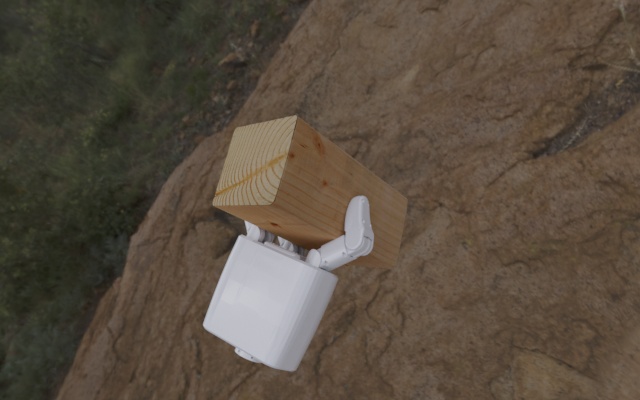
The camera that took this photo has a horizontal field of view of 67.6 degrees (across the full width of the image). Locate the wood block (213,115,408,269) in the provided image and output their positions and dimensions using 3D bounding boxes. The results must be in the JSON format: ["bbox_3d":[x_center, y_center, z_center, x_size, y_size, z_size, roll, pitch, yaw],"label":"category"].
[{"bbox_3d":[0.000,0.002,0.521,0.091,0.090,0.206,-2,-23,41],"label":"wood block"}]
